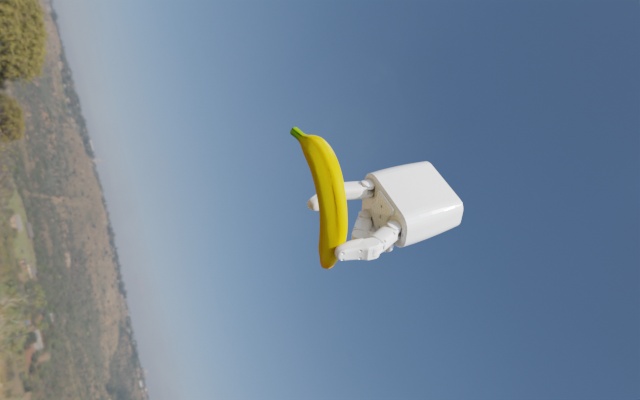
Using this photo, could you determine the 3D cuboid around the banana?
[{"bbox_3d":[0.008,0.001,0.615,0.037,0.198,0.069,-16,13,-23],"label":"banana"}]
